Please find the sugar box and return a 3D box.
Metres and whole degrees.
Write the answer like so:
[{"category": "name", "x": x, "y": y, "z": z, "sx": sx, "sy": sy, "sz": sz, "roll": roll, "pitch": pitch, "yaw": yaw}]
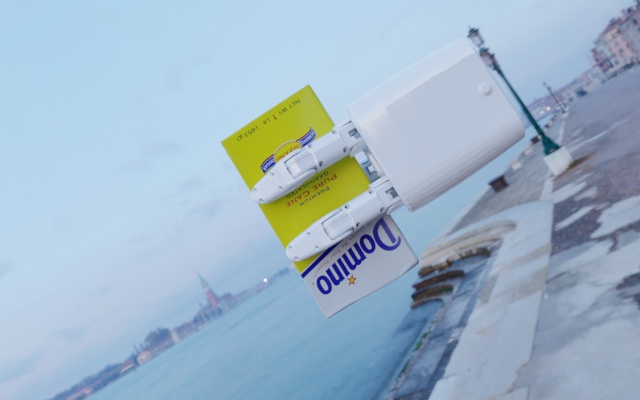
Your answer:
[{"category": "sugar box", "x": 0.000, "y": 0.001, "z": 0.413, "sx": 0.093, "sy": 0.176, "sz": 0.048, "roll": -33, "pitch": -5, "yaw": 6}]
